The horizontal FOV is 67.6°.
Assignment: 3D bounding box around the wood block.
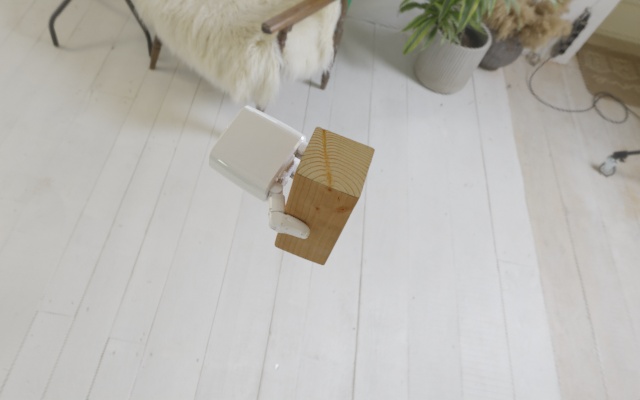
[{"bbox_3d":[0.000,0.002,0.710,0.090,0.090,0.206,22,-34,0],"label":"wood block"}]
